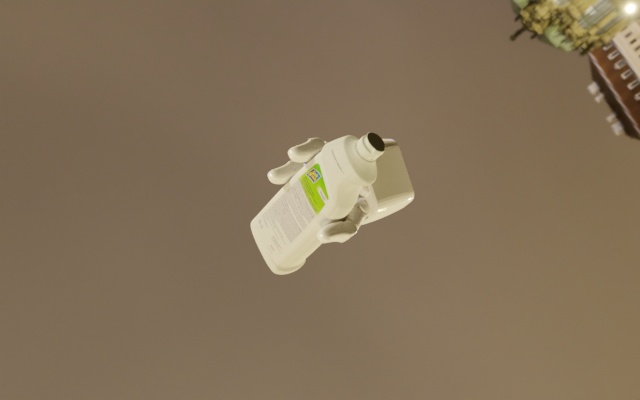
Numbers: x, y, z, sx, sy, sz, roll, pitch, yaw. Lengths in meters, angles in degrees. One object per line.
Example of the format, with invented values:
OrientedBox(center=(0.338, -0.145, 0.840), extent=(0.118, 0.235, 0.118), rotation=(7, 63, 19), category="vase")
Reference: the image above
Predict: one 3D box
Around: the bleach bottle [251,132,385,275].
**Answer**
OrientedBox(center=(0.000, 0.002, 0.642), extent=(0.068, 0.102, 0.251), rotation=(-14, -21, -45), category="bleach bottle")
